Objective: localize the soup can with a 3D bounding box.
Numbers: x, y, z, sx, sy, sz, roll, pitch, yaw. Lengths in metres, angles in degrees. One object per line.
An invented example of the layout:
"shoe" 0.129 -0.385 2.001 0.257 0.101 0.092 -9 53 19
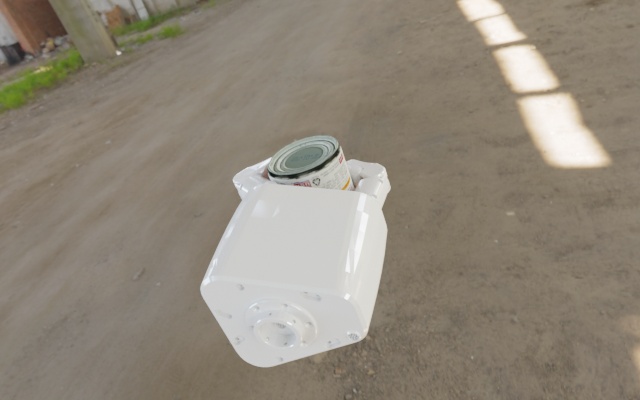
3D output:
"soup can" 0.000 0.001 0.433 0.068 0.102 0.068 -16 31 9
